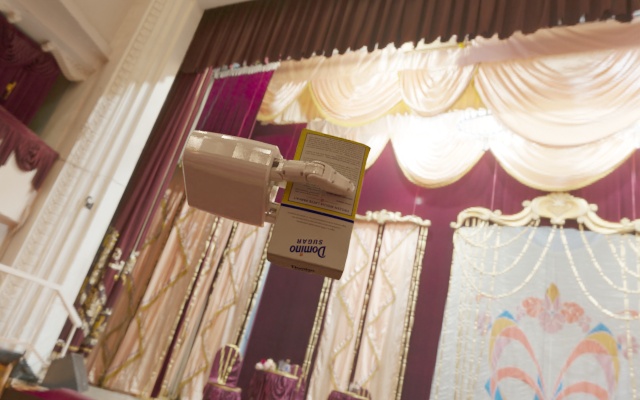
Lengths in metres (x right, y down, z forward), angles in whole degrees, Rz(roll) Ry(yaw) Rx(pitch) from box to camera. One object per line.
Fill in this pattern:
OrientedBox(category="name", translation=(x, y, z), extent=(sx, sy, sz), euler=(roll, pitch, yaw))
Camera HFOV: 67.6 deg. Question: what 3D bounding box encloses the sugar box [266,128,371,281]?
OrientedBox(category="sugar box", translation=(0.000, 0.002, 0.591), extent=(0.093, 0.176, 0.048), euler=(14, -24, 1))
